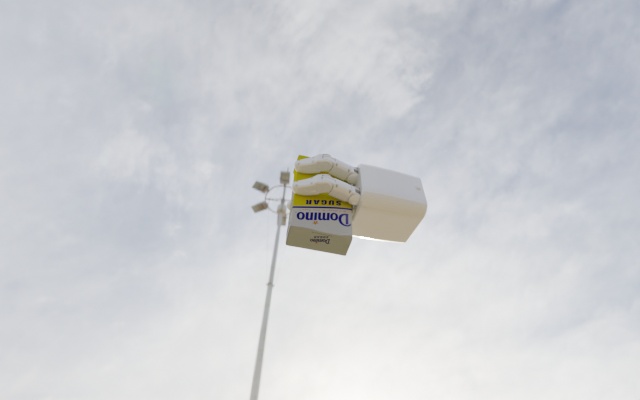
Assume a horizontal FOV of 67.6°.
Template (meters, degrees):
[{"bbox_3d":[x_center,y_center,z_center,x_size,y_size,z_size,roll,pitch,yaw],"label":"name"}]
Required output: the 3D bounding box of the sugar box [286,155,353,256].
[{"bbox_3d":[0.000,0.002,0.742,0.093,0.048,0.176,11,37,-8],"label":"sugar box"}]
